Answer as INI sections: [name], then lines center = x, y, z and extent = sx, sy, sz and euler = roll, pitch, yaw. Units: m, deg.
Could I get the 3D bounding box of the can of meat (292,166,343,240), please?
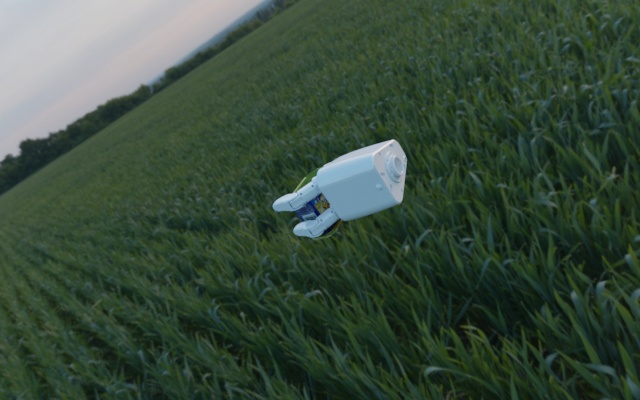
[can of meat]
center = 0.000, 0.002, 0.827
extent = 0.057, 0.084, 0.102
euler = -15, 30, 40
